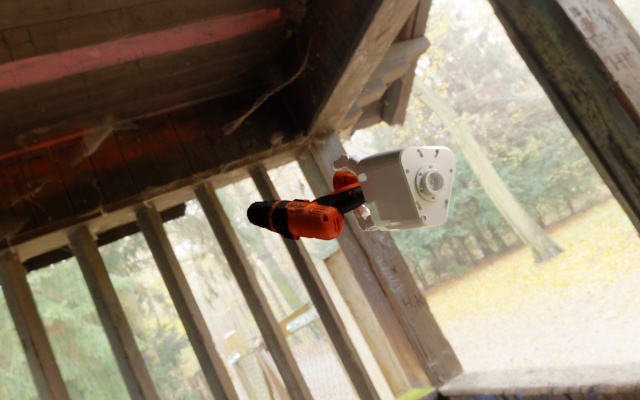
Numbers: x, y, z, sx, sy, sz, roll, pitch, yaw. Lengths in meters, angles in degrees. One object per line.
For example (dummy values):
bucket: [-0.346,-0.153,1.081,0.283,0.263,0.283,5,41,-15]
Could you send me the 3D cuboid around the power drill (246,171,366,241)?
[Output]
power drill: [0.001,0.002,0.744,0.184,0.057,0.187,8,28,43]
